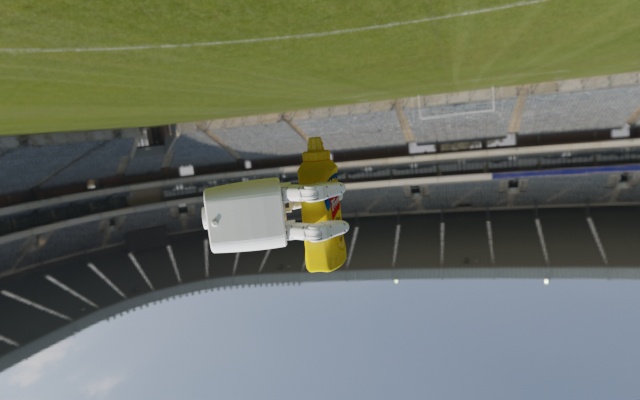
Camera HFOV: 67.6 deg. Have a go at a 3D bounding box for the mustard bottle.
[{"bbox_3d":[0.000,0.003,0.707,0.058,0.191,0.096,-3,10,18],"label":"mustard bottle"}]
